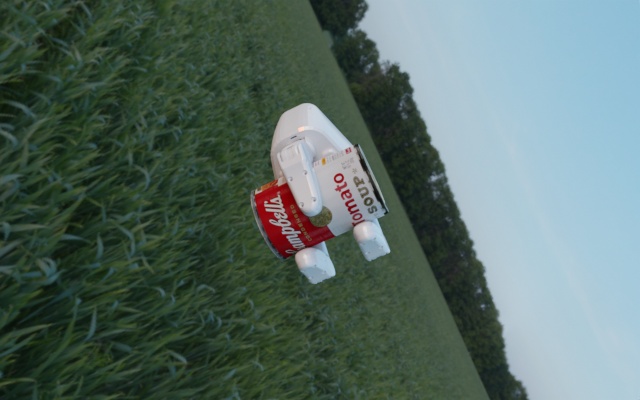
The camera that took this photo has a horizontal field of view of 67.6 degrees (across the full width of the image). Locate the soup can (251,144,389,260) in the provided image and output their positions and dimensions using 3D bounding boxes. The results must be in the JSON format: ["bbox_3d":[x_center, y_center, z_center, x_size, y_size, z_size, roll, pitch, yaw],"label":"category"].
[{"bbox_3d":[0.000,0.001,0.417,0.102,0.068,0.068,-24,-4,8],"label":"soup can"}]
